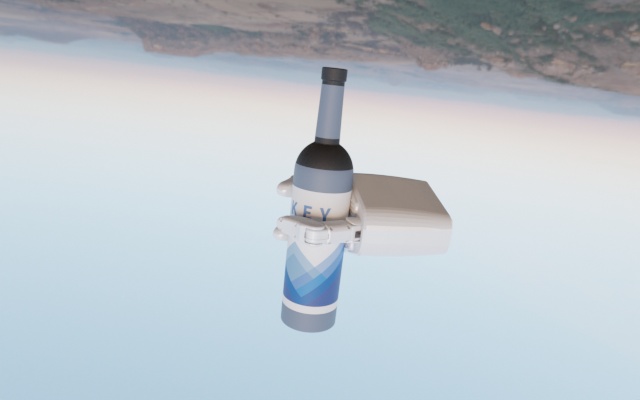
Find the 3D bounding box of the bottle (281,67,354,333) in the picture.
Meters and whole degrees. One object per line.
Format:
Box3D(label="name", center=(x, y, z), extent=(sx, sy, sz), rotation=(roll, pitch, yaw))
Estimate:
Box3D(label="bottle", center=(0.000, 0.002, 0.541), extent=(0.069, 0.296, 0.069), rotation=(6, 15, -1))
